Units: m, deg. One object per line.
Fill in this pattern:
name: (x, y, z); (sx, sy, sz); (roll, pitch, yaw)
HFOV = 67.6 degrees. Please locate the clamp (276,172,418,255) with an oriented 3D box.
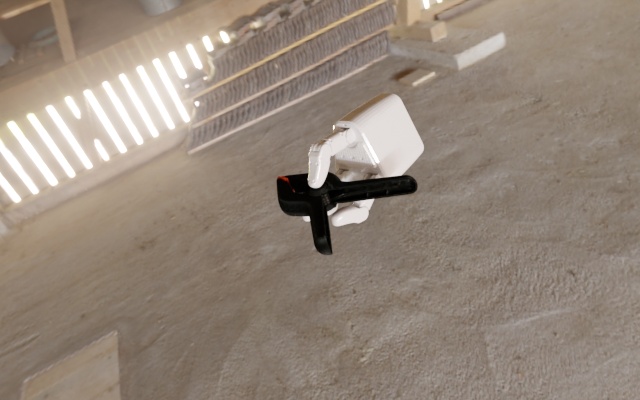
clamp: (0.000, 0.001, 0.637); (0.210, 0.036, 0.164); (12, 39, 44)
